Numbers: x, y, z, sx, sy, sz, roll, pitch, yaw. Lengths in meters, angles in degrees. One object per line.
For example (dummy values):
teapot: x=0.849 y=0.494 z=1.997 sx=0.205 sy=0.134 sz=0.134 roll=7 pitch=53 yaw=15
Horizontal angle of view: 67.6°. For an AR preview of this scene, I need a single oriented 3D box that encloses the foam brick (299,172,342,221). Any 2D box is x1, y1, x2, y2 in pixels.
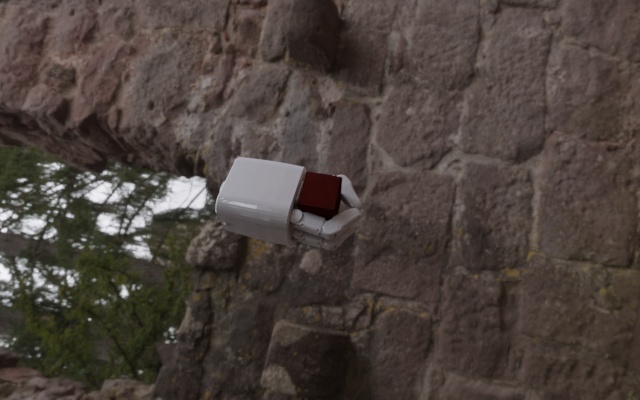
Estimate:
foam brick: x=0.000 y=0.002 z=0.675 sx=0.051 sy=0.053 sz=0.078 roll=11 pitch=-25 yaw=6
